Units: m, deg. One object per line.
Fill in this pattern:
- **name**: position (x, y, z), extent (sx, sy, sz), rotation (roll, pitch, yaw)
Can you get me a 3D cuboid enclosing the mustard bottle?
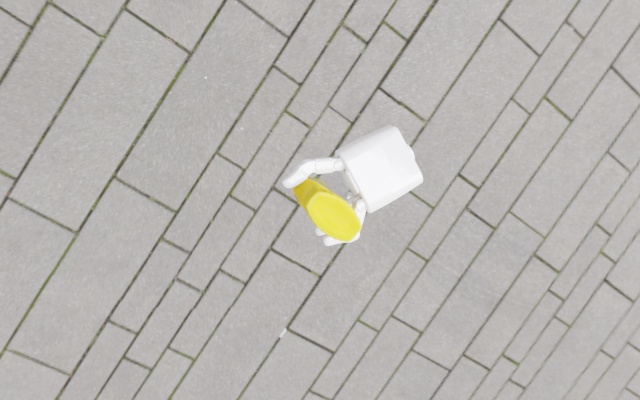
- **mustard bottle**: position (0.000, 0.003, 0.791), extent (0.096, 0.058, 0.191), rotation (38, 3, -19)
